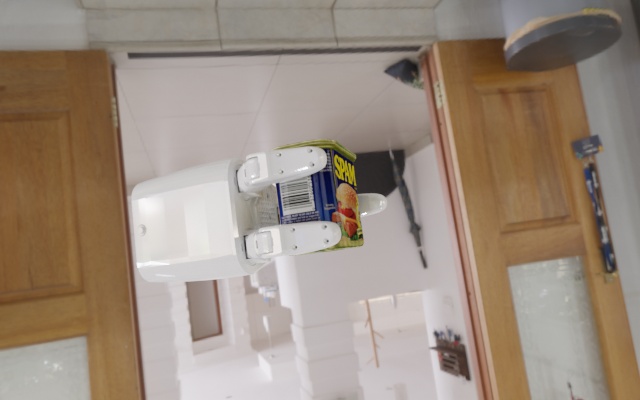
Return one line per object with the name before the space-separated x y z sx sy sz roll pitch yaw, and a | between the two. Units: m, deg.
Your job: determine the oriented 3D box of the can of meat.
can of meat | 0.000 0.002 0.402 0.057 0.084 0.102 -9 -7 16
